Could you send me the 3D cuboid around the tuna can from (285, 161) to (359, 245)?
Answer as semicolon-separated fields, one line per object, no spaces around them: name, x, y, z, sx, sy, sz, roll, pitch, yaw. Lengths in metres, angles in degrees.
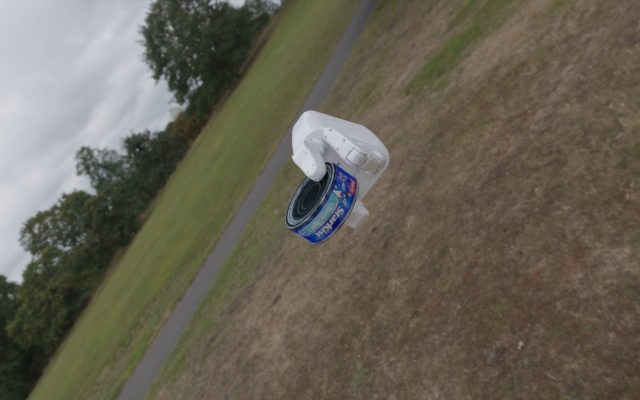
tuna can;0.000;0.001;0.506;0.034;0.086;0.086;33;-14;-22
